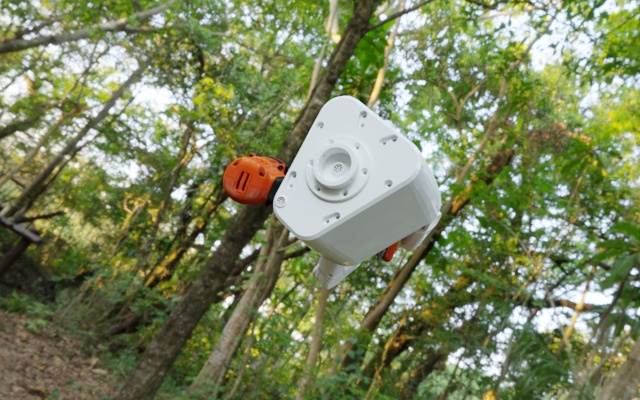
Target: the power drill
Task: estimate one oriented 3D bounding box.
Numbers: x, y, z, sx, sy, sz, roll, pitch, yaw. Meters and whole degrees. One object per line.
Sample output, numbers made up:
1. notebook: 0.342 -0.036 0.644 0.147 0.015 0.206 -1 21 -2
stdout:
1. power drill: 0.000 0.002 0.529 0.187 0.057 0.184 20 7 6
